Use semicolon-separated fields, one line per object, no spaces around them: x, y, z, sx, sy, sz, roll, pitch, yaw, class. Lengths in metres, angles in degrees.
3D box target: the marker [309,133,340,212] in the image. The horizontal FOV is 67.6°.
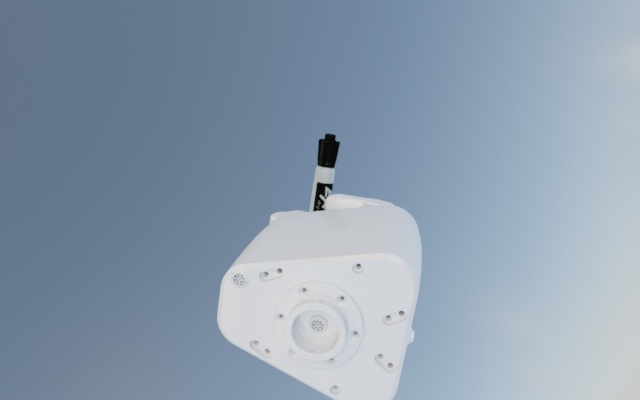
0.000;0.001;0.423;0.020;0.121;0.020;8;13;-2;marker
